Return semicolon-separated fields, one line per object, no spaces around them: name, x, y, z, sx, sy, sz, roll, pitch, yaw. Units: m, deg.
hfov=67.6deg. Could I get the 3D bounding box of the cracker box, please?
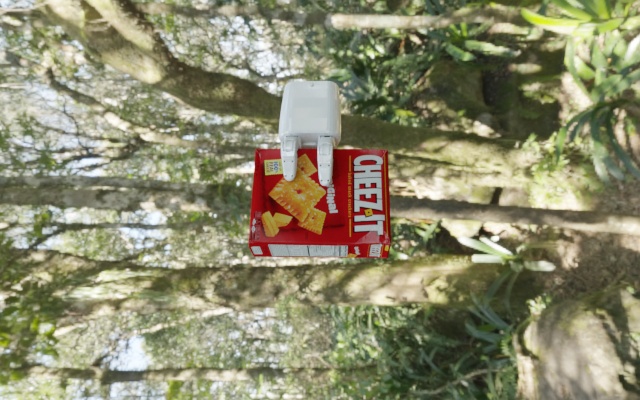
cracker box;0.000;0.003;0.749;0.214;0.164;0.072;0;-25;3
